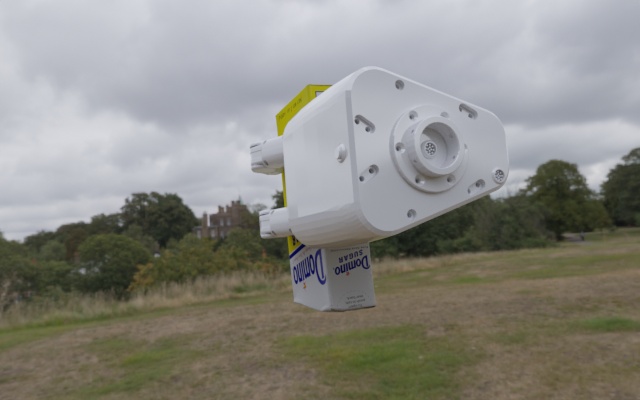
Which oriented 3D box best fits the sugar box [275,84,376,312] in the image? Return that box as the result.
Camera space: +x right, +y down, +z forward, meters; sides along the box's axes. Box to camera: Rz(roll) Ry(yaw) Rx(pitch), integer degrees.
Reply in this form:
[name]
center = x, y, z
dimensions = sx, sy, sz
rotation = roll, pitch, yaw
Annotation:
[sugar box]
center = 0.000, 0.001, 0.406
dimensions = 0.048, 0.176, 0.093
rotation = -2, -6, -21
